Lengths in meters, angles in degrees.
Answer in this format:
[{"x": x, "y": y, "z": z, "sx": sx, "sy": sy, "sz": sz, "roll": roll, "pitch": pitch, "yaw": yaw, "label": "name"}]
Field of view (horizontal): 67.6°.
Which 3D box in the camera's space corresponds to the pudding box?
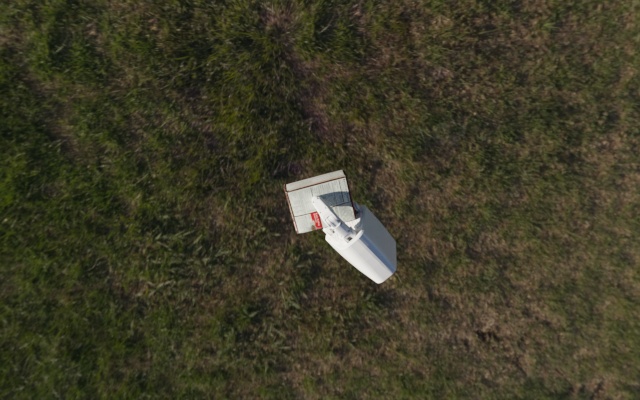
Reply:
[{"x": 0.000, "y": 0.003, "z": 0.855, "sx": 0.113, "sy": 0.090, "sz": 0.039, "roll": -15, "pitch": 24, "yaw": -2, "label": "pudding box"}]
